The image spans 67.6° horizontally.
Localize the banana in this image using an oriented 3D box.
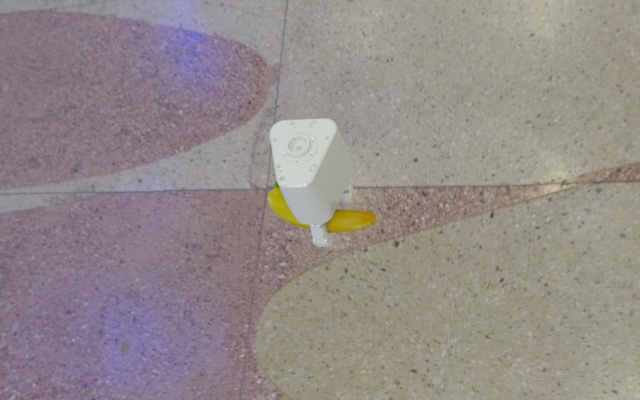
[{"bbox_3d":[-0.012,0.015,0.746,0.198,0.069,0.037,21,-30,27],"label":"banana"}]
